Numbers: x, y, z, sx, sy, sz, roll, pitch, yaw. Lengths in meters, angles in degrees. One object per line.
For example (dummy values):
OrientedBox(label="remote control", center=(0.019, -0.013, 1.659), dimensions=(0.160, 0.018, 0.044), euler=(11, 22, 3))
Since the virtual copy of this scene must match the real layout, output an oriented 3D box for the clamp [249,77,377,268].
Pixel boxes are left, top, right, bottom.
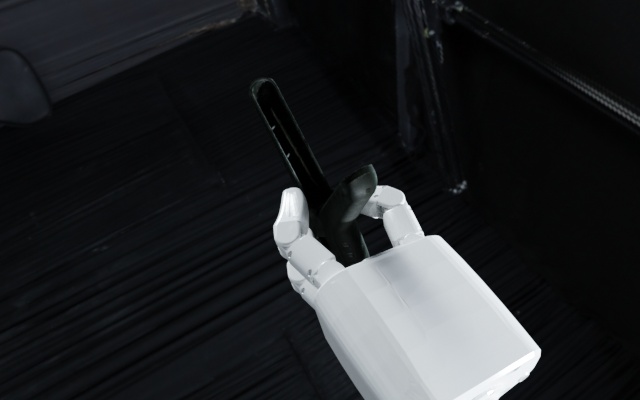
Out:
OrientedBox(label="clamp", center=(0.001, 0.001, 0.416), dimensions=(0.036, 0.164, 0.210), euler=(-29, -38, -13))
